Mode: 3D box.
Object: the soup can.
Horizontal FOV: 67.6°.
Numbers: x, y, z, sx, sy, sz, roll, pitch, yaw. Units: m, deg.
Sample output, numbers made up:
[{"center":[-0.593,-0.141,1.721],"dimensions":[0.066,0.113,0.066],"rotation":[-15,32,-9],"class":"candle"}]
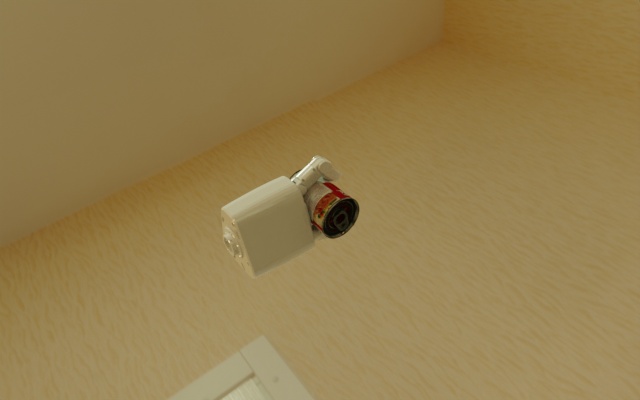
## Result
[{"center":[0.000,0.002,0.718],"dimensions":[0.068,0.068,0.102],"rotation":[0,29,-43],"class":"soup can"}]
